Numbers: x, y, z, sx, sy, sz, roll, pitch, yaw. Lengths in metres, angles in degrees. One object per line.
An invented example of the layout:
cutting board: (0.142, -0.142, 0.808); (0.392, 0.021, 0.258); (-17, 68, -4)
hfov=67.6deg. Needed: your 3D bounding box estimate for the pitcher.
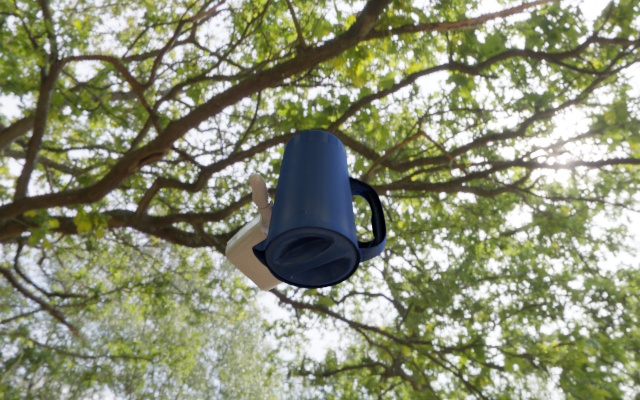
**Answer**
pitcher: (0.000, 0.002, 0.731); (0.149, 0.242, 0.145); (32, -53, -26)
